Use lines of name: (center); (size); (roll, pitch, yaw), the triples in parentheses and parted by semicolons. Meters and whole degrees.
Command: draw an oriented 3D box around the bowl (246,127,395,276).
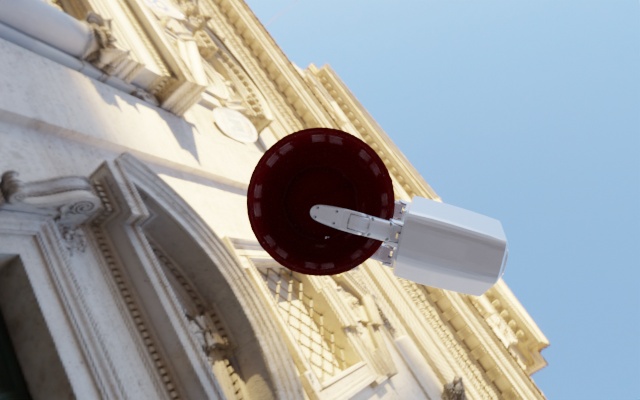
bowl: (-0.001, 0.001, 0.541); (0.162, 0.162, 0.055); (0, -1, -1)
